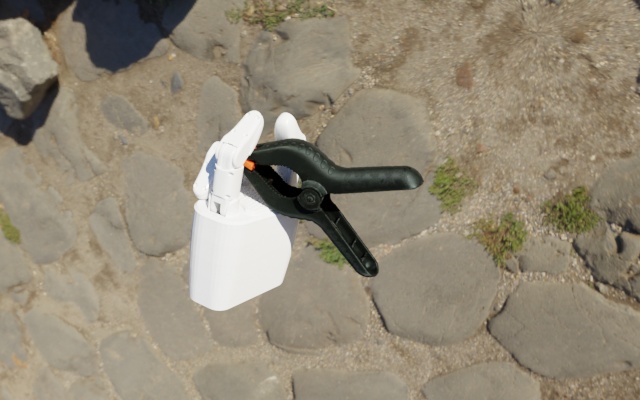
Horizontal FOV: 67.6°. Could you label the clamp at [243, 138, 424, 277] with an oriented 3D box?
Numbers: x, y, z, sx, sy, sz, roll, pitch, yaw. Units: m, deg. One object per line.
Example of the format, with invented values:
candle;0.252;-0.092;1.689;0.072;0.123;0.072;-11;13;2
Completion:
clamp;0.000;0.002;0.447;0.171;0.120;0.039;20;25;17
